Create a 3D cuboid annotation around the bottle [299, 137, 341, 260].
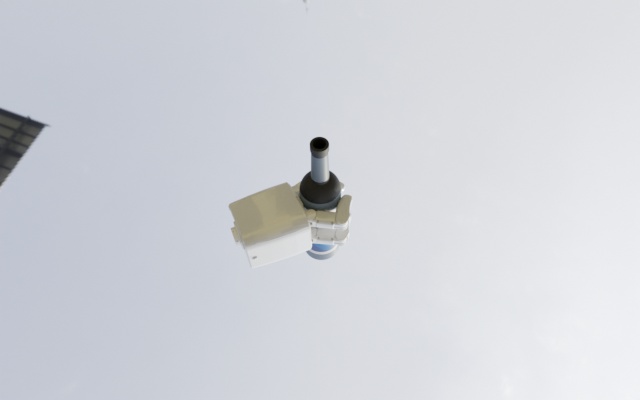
[{"bbox_3d":[0.000,0.003,0.783,0.069,0.069,0.296,0,-33,1],"label":"bottle"}]
